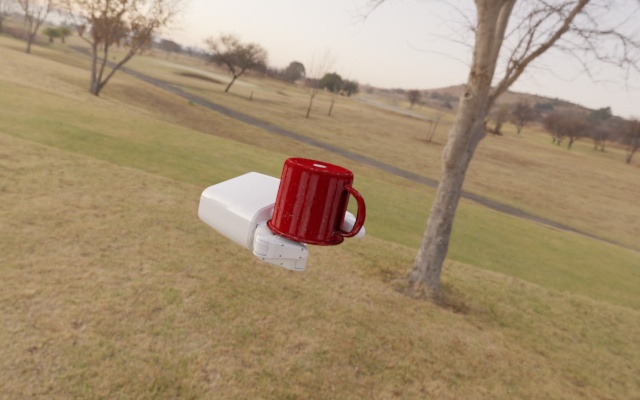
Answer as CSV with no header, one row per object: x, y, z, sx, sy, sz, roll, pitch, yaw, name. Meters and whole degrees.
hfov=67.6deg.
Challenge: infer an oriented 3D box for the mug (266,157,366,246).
0.001,0.002,0.542,0.117,0.081,0.093,21,14,35,mug
